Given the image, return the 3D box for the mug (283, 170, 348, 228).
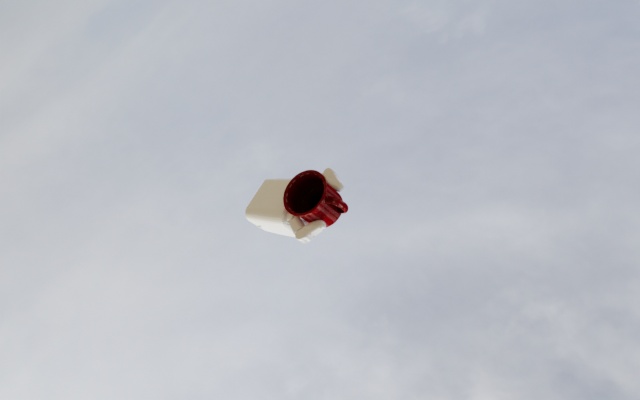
[{"bbox_3d":[0.001,0.003,0.888,0.117,0.093,0.081,7,-20,36],"label":"mug"}]
